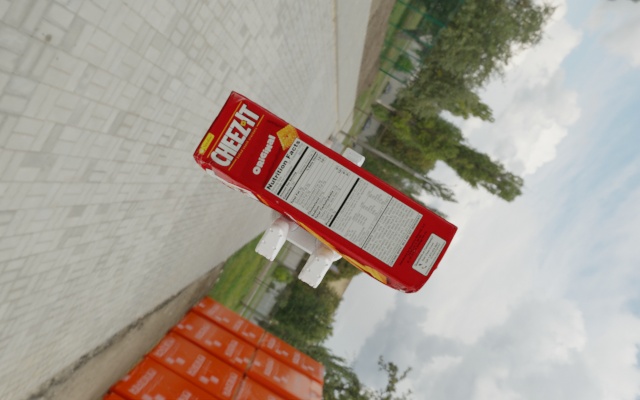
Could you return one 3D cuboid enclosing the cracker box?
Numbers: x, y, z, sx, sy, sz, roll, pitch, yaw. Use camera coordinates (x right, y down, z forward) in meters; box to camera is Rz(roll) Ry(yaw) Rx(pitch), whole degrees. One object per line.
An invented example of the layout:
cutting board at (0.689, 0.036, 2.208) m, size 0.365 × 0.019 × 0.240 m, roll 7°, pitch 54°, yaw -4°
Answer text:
cracker box at (0.000, 0.001, 0.454) m, size 0.213 × 0.072 × 0.164 m, roll 31°, pitch -6°, yaw 0°
